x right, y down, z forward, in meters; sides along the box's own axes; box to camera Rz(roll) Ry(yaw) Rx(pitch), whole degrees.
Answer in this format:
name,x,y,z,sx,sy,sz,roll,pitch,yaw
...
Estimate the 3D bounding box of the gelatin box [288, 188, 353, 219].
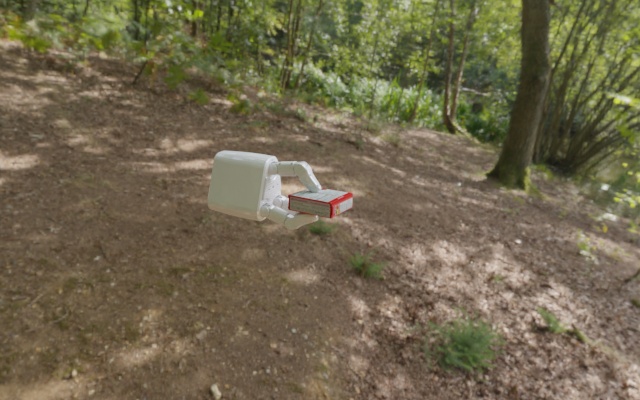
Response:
name,x,y,z,sx,sy,sz,roll,pitch,yaw
gelatin box,0.000,0.002,0.818,0.089,0.030,0.073,10,18,31
